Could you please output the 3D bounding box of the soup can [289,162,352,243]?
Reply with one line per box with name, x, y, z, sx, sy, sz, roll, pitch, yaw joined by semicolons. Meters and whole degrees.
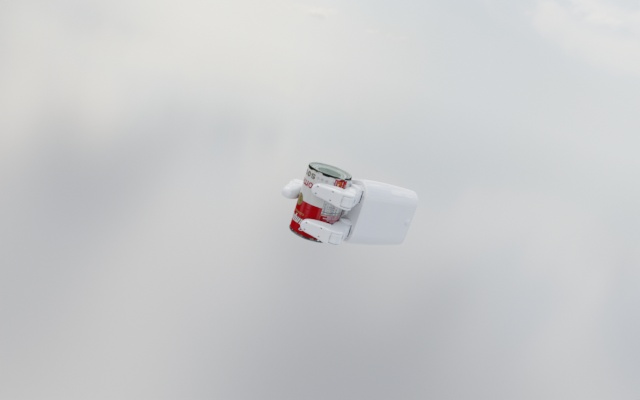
soup can;0.000;0.002;0.702;0.068;0.102;0.068;16;16;-5
